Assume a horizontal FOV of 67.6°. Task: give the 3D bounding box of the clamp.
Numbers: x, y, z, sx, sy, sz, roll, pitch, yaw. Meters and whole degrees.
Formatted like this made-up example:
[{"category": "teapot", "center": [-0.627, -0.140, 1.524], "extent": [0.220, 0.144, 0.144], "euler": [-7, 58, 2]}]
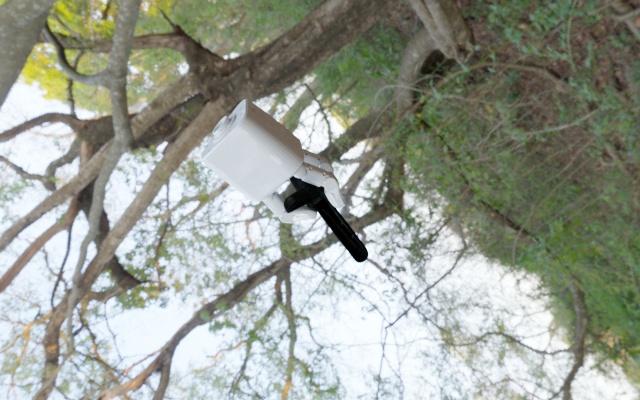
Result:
[{"category": "clamp", "center": [-0.001, 0.003, 0.744], "extent": [0.165, 0.036, 0.209], "euler": [41, 16, -26]}]
